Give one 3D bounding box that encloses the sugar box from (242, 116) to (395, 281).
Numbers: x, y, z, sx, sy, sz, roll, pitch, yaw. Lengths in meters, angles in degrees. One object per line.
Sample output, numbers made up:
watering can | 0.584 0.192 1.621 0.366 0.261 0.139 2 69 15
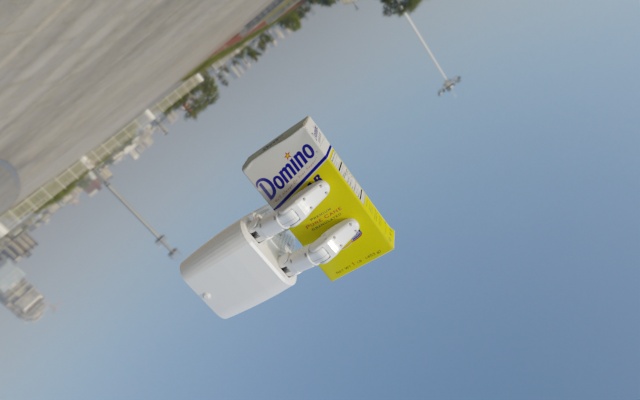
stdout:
sugar box | 0.000 0.002 0.549 0.093 0.176 0.048 -32 19 21
